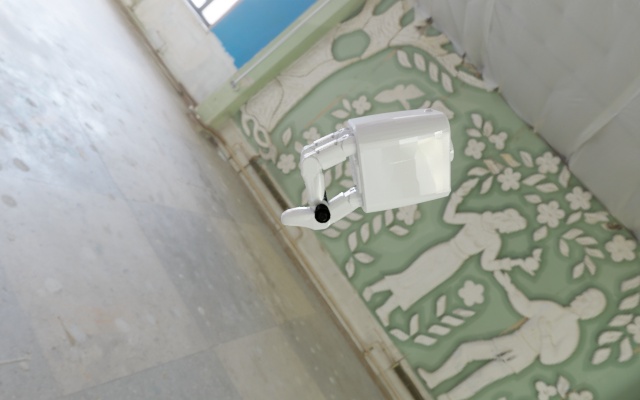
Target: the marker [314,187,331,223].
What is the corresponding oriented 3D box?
[{"bbox_3d":[0.000,0.002,0.589,0.020,0.020,0.121,0,16,-3],"label":"marker"}]
